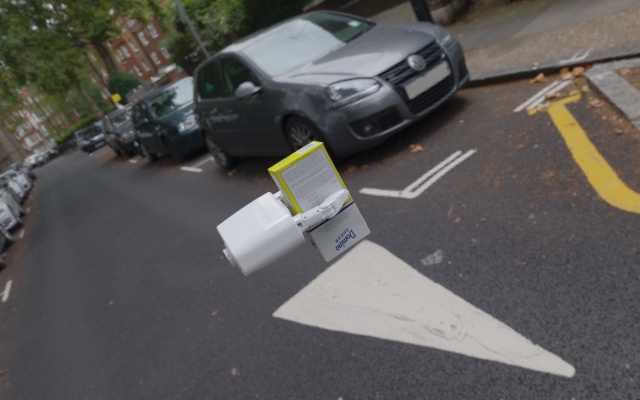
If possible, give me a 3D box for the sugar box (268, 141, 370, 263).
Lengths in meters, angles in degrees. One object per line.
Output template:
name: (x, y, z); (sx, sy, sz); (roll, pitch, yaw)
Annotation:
sugar box: (0.000, 0.002, 0.774); (0.093, 0.176, 0.048); (-33, 20, -12)
